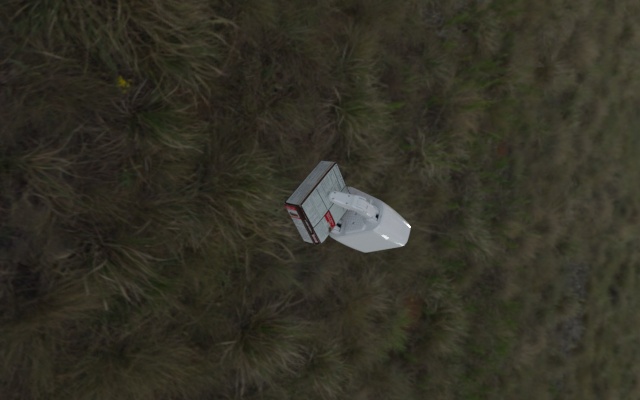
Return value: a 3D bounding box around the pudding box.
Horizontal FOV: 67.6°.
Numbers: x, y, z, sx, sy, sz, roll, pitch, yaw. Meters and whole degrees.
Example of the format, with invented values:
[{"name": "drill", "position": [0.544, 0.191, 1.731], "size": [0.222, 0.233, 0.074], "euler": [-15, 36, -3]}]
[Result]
[{"name": "pudding box", "position": [0.000, 0.003, 0.779], "size": [0.039, 0.090, 0.113], "euler": [5, 44, 39]}]
